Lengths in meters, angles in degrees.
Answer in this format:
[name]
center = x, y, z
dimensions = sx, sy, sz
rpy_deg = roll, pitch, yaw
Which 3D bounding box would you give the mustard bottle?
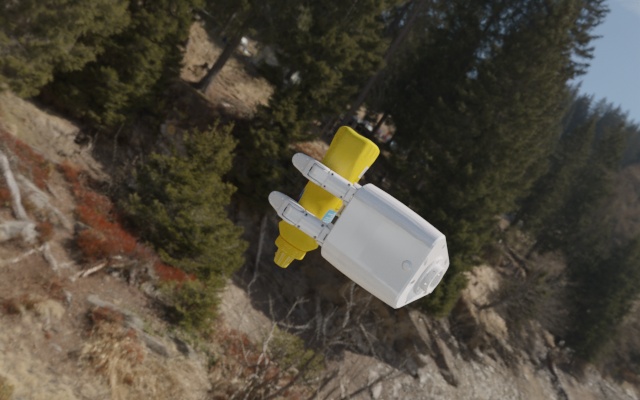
[mustard bottle]
center = 0.000, 0.002, 0.603
dimensions = 0.058, 0.191, 0.096
rpy_deg = 33, 5, 5
